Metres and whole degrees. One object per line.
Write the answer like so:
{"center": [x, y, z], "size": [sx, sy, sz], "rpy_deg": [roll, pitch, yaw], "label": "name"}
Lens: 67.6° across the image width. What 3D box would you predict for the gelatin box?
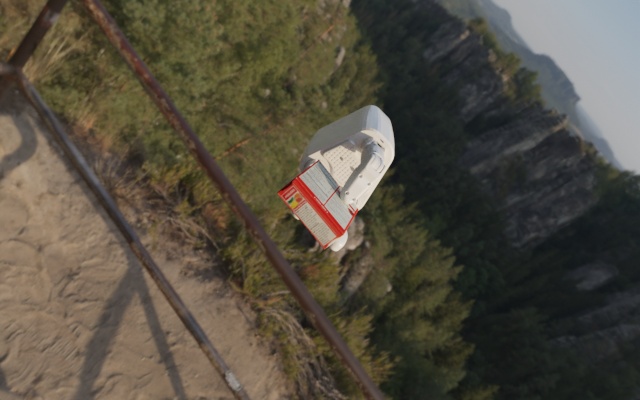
{"center": [0.000, 0.001, 0.499], "size": [0.030, 0.073, 0.089], "rpy_deg": [-38, 4, 21], "label": "gelatin box"}
